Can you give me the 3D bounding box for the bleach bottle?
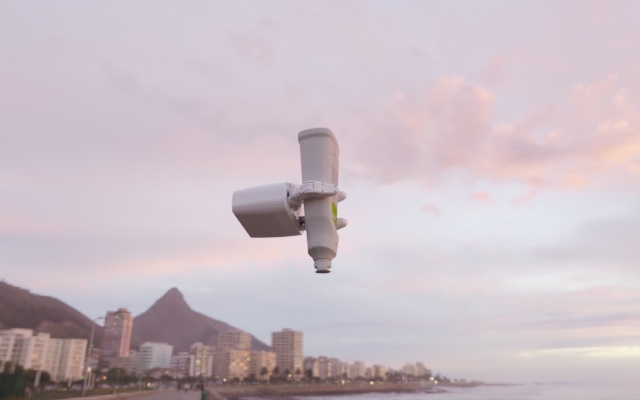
[{"bbox_3d":[0.000,0.003,0.855,0.068,0.250,0.103,-6,-21,14],"label":"bleach bottle"}]
